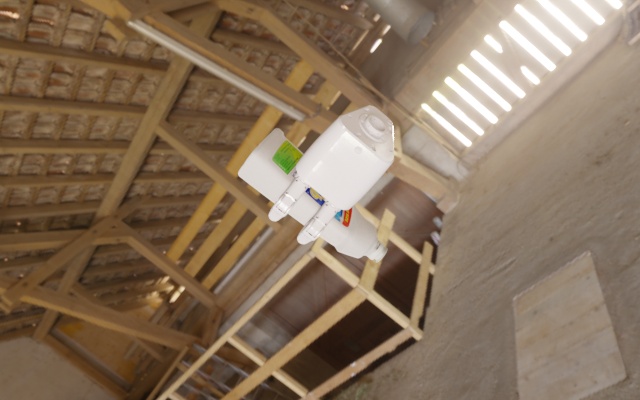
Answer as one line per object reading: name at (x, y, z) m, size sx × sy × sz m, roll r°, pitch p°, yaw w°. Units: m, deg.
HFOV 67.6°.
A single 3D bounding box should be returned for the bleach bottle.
bleach bottle at (0.000, 0.002, 0.735) m, size 0.068 × 0.251 × 0.102 m, roll -47°, pitch 7°, yaw 38°
